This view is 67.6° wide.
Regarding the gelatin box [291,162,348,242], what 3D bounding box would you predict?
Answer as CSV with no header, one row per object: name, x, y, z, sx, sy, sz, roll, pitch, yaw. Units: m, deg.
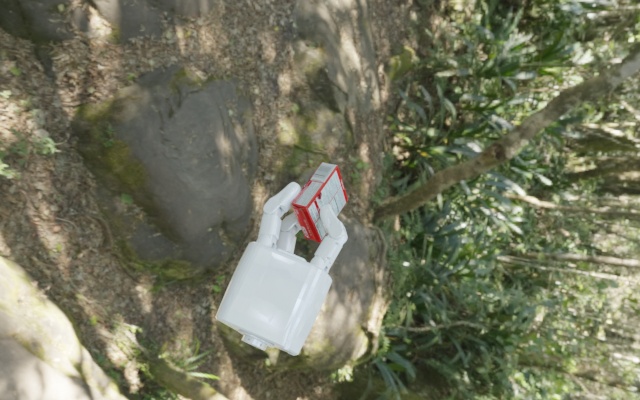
gelatin box,0.001,0.002,0.675,0.030,0.089,0.073,15,-36,31
